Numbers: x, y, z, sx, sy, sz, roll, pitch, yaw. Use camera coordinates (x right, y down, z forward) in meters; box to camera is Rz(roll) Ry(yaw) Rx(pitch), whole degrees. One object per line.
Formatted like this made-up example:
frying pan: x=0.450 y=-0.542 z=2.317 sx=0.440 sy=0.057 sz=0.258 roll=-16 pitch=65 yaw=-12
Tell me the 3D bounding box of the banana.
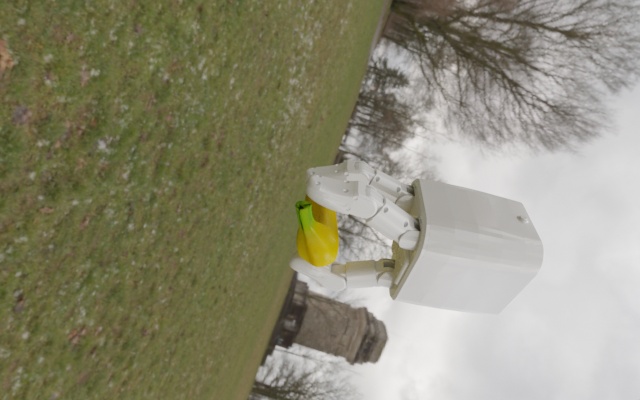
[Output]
banana: x=-0.001 y=0.020 z=0.458 sx=0.037 sy=0.069 sz=0.197 roll=2 pitch=9 yaw=0
